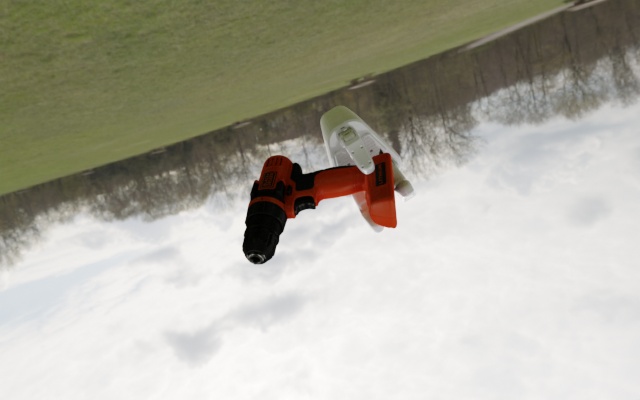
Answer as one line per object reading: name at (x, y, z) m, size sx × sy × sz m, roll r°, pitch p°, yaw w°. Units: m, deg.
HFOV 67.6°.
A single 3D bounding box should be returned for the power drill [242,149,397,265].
power drill at (0.001, 0.002, 0.601) m, size 0.187 × 0.057 × 0.184 m, roll -3°, pitch 42°, yaw 9°
